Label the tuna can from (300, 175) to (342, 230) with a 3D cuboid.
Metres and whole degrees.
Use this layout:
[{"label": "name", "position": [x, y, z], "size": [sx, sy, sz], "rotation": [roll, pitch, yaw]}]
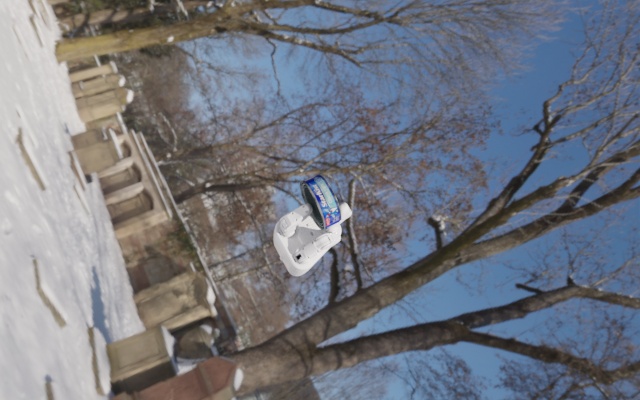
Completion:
[{"label": "tuna can", "position": [0.001, 0.002, 0.771], "size": [0.034, 0.086, 0.086], "rotation": [-25, 6, -13]}]
